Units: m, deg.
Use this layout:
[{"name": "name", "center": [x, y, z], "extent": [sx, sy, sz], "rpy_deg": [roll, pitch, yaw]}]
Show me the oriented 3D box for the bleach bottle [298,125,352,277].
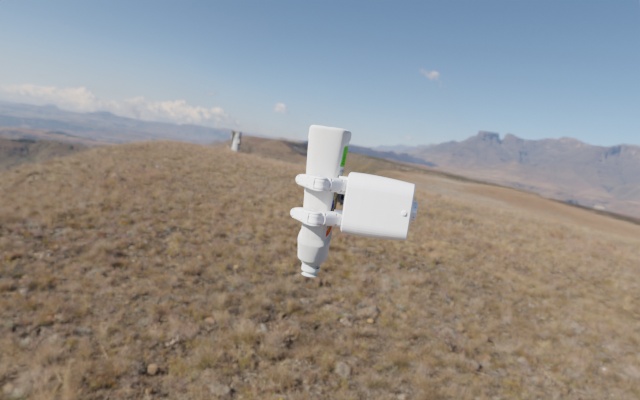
[{"name": "bleach bottle", "center": [0.000, 0.003, 0.807], "extent": [0.068, 0.251, 0.102], "rpy_deg": [9, 7, 7]}]
